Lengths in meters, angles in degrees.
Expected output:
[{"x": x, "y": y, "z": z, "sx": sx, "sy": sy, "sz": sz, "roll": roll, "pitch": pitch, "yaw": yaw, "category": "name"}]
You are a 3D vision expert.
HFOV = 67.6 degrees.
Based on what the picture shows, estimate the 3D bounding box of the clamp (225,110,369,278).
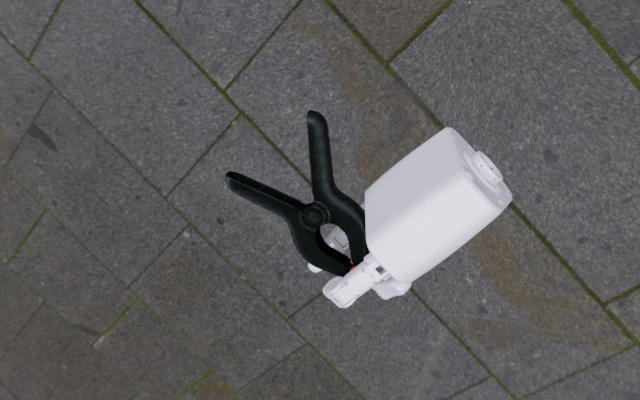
[{"x": 0.000, "y": 0.002, "z": 0.465, "sx": 0.120, "sy": 0.171, "sz": 0.039, "roll": -42, "pitch": 5, "yaw": 27, "category": "clamp"}]
